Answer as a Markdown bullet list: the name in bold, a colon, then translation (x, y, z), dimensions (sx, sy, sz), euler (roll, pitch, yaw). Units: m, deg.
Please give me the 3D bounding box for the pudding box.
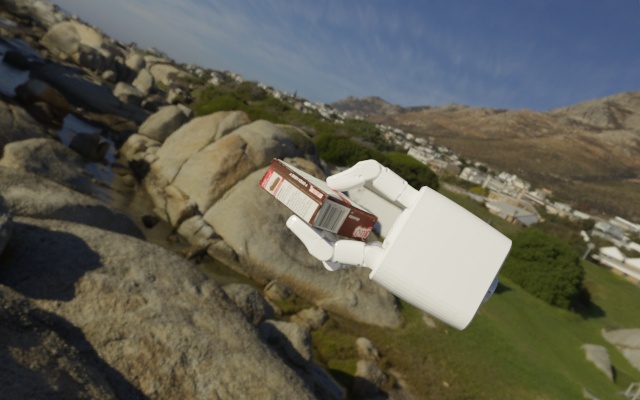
- **pudding box**: translation (0.000, 0.002, 0.527), dimensions (0.090, 0.039, 0.113), euler (35, 6, 35)
